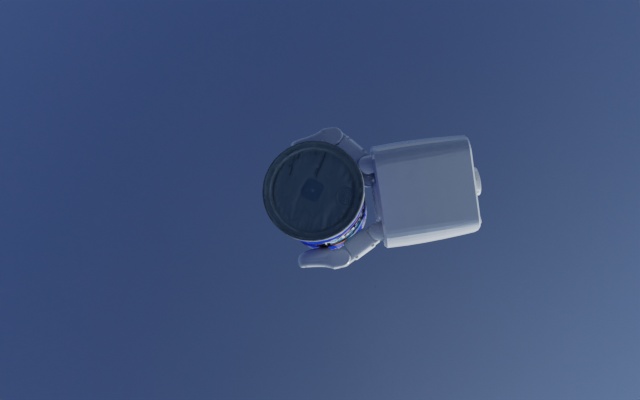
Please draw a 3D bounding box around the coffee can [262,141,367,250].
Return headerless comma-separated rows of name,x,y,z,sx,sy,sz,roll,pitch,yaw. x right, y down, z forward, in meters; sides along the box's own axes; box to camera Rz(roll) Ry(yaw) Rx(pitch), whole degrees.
coffee can,0.000,0.002,0.542,0.103,0.103,0.140,0,-10,7
